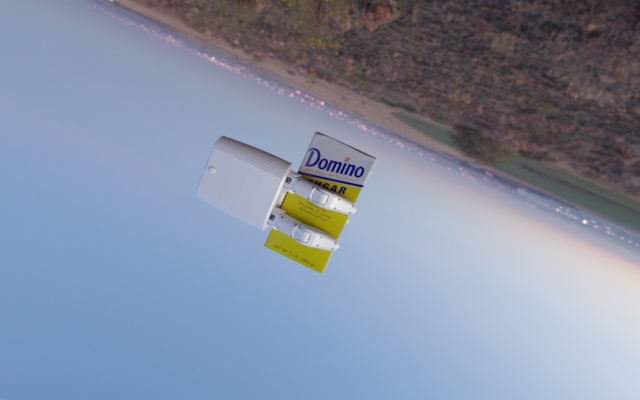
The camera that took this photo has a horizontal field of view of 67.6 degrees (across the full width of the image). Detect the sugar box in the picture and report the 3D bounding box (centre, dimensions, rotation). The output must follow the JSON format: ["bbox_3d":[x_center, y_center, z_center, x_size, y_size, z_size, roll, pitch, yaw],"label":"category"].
[{"bbox_3d":[0.000,0.002,0.666,0.093,0.176,0.048,25,9,4],"label":"sugar box"}]
